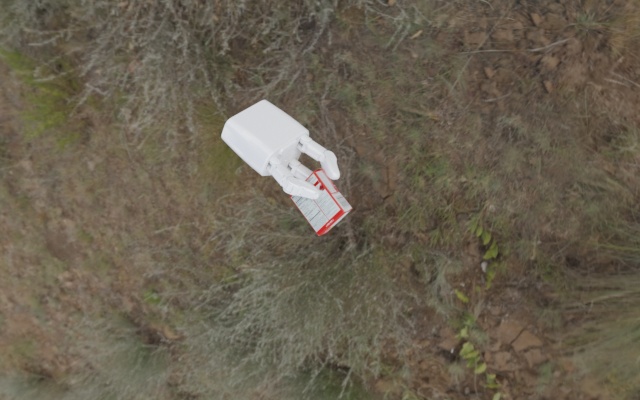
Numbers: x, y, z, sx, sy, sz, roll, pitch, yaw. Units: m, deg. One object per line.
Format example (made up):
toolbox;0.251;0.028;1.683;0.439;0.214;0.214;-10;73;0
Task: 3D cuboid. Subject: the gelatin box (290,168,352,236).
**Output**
gelatin box;0.000;0.003;0.807;0.073;0.089;0.030;-45;-14;35
